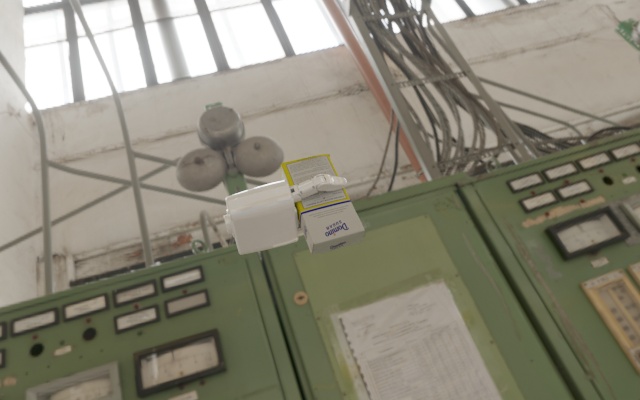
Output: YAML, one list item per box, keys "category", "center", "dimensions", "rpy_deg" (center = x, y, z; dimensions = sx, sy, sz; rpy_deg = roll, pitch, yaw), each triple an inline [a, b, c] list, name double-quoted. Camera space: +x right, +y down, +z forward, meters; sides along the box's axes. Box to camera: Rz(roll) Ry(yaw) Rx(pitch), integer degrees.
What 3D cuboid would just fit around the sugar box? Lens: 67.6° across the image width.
- category: "sugar box"
  center: [0.000, 0.003, 0.829]
  dimensions: [0.093, 0.176, 0.048]
  rpy_deg: [-14, -30, -14]
